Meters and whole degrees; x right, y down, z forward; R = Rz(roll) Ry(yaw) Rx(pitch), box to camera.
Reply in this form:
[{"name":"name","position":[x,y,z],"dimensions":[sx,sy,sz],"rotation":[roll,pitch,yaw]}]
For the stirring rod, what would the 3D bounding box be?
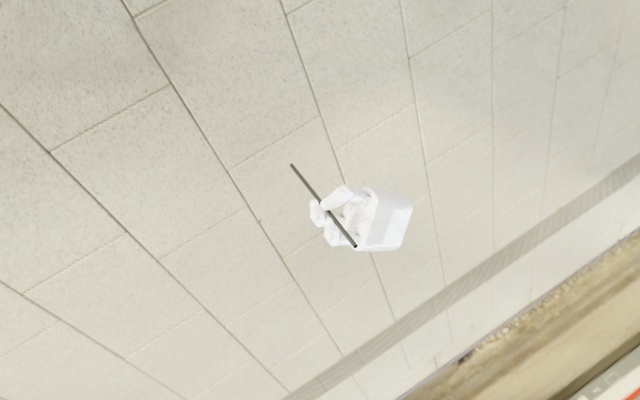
[{"name":"stirring rod","position":[0.000,0.003,0.837],"dimensions":[0.011,0.011,0.239],"rotation":[0,36,-35]}]
